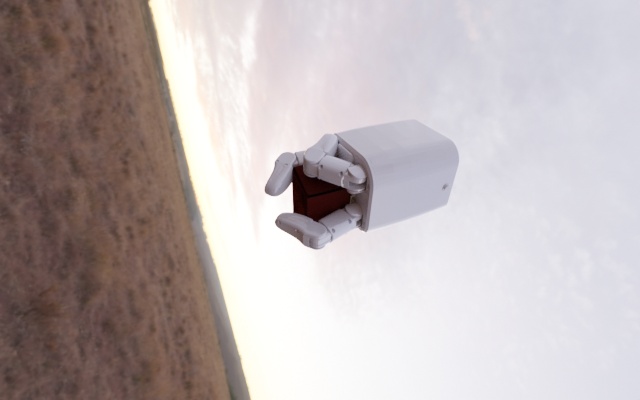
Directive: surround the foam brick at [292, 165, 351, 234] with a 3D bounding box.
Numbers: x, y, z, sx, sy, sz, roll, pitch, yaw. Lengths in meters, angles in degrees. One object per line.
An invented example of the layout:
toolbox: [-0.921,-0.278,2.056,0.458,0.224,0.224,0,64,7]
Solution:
foam brick: [0.000,0.002,0.536,0.051,0.078,0.053,-15,48,-16]
